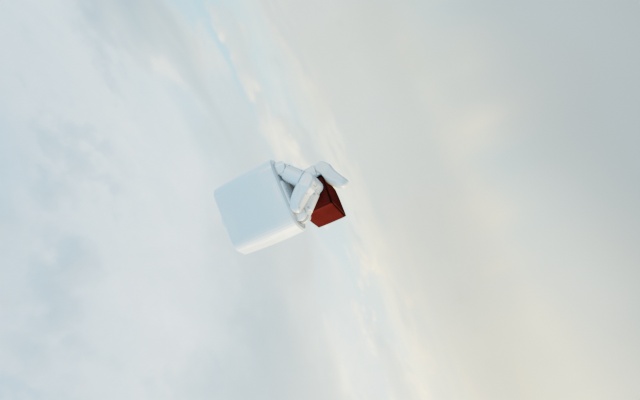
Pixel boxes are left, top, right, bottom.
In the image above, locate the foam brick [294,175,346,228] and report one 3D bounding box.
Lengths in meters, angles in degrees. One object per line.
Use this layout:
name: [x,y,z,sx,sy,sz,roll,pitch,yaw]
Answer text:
foam brick: [0.000,0.003,0.769,0.051,0.053,0.078,-25,-25,10]
